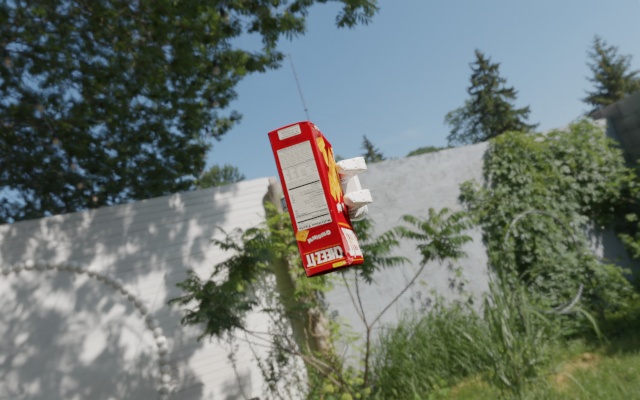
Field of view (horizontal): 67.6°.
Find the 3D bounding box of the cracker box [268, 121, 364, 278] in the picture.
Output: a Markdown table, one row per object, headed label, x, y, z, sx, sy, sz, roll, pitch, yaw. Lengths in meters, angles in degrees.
| label | x | y | z | sx | sy | sz | roll | pitch | yaw |
| --- | --- | --- | --- | --- | --- | --- | --- | --- | --- |
| cracker box | 0.000 | 0.002 | 0.728 | 0.072 | 0.213 | 0.164 | -18 | -9 | 10 |
